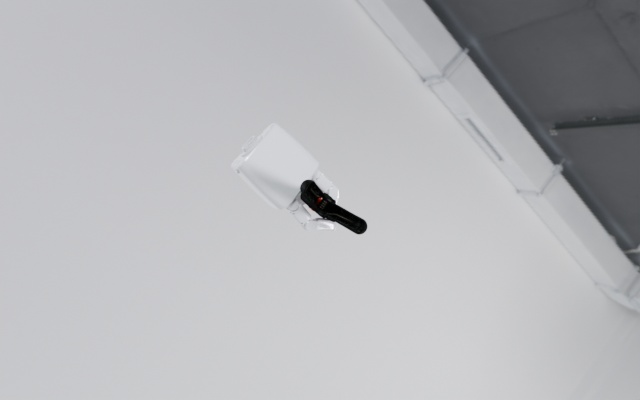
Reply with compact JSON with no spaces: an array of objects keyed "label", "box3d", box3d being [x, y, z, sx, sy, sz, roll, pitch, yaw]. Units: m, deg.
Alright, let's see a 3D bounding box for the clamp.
[{"label":"clamp","box3d":[0.001,0.002,0.774,0.120,0.039,0.171,44,-10,-18]}]
